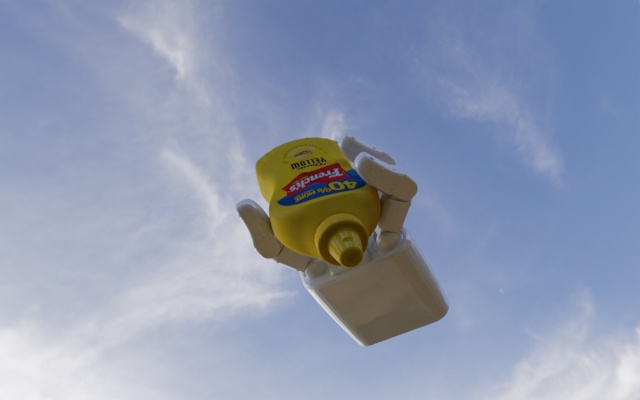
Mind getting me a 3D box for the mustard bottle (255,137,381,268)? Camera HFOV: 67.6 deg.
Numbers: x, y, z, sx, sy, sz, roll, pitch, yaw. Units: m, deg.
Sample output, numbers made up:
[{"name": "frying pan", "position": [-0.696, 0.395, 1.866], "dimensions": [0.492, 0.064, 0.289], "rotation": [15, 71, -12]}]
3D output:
[{"name": "mustard bottle", "position": [0.000, 0.001, 0.427], "dimensions": [0.096, 0.058, 0.191], "rotation": [-13, 28, -9]}]
